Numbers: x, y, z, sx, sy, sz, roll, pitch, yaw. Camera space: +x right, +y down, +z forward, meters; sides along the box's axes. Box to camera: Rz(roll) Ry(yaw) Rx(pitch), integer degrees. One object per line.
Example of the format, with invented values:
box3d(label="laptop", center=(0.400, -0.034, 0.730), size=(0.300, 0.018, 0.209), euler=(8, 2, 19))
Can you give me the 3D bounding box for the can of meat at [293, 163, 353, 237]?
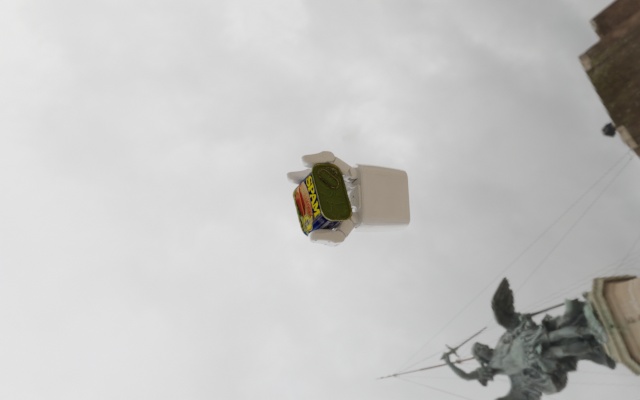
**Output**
box3d(label="can of meat", center=(0.000, 0.003, 0.789), size=(0.057, 0.102, 0.084), euler=(-1, -25, -30))
